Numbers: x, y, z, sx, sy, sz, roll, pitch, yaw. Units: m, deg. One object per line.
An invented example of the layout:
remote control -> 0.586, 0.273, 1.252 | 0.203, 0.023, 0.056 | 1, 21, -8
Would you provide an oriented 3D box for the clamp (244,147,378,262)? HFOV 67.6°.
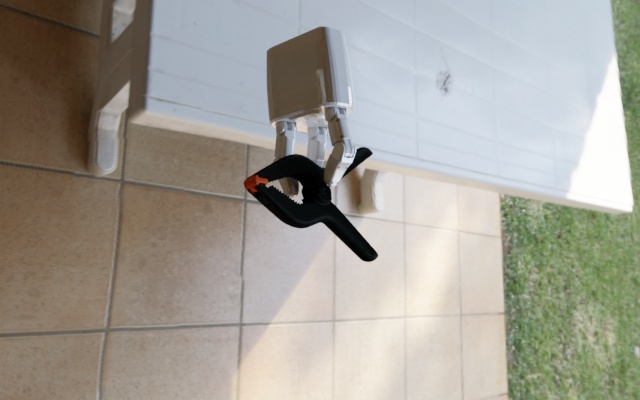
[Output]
clamp -> 0.000, 0.002, 0.617 | 0.210, 0.164, 0.036 | 1, -14, -40
